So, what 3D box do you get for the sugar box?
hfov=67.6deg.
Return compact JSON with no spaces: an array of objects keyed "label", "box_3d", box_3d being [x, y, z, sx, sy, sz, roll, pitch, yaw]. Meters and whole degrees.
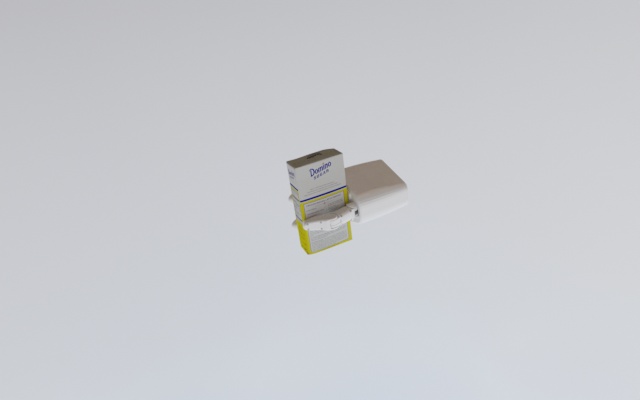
[{"label":"sugar box","box_3d":[0.000,0.003,0.844,0.093,0.176,0.048,-19,28,-20]}]
